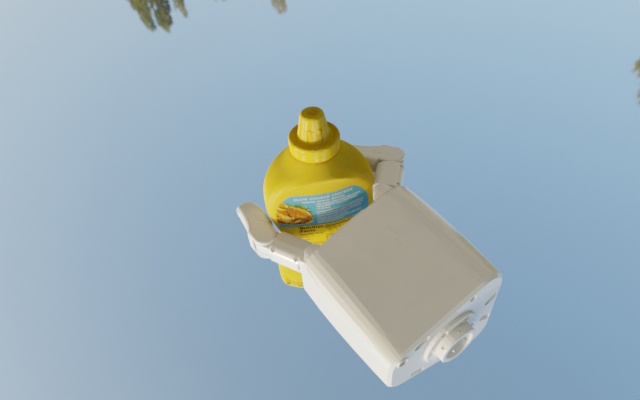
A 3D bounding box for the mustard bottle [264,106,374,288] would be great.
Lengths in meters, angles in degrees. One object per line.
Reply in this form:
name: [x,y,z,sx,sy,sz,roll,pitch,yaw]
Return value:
mustard bottle: [0.000,0.001,0.424,0.096,0.058,0.192,-10,-44,-4]
